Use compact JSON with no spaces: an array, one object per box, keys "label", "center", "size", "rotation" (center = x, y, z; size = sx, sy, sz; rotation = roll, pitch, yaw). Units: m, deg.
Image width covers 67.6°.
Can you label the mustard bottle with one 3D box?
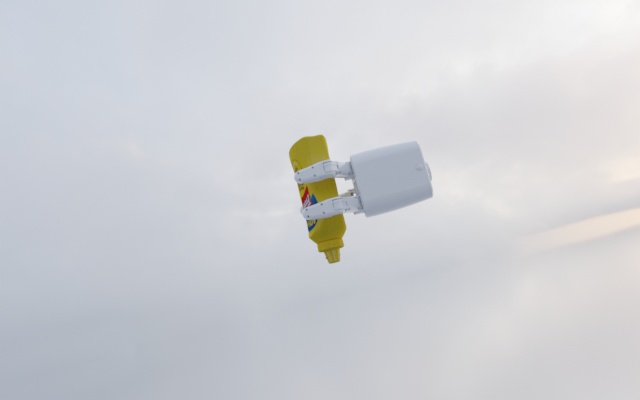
[{"label":"mustard bottle","center":[0.000,0.002,0.738],"size":[0.058,0.191,0.096],"rotation":[-10,-12,-19]}]
